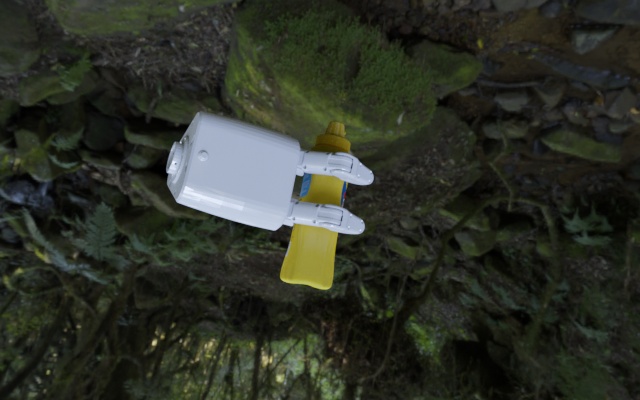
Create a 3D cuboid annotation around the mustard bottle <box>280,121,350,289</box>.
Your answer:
[{"bbox_3d":[0.000,0.002,0.545,0.058,0.191,0.096,11,-10,-2],"label":"mustard bottle"}]
